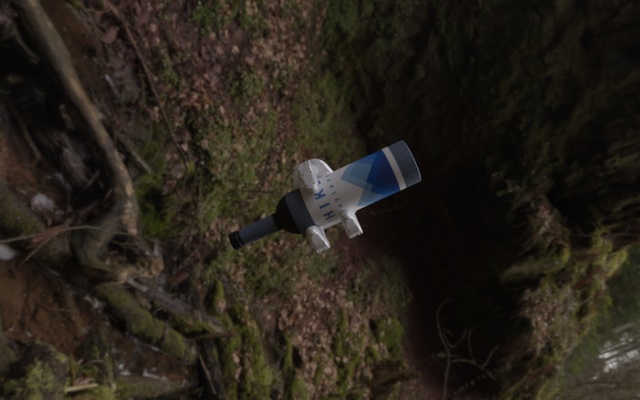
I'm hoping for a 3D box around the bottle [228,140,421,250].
[{"bbox_3d":[0.000,0.002,0.713,0.296,0.069,0.069,-25,-2,4],"label":"bottle"}]
